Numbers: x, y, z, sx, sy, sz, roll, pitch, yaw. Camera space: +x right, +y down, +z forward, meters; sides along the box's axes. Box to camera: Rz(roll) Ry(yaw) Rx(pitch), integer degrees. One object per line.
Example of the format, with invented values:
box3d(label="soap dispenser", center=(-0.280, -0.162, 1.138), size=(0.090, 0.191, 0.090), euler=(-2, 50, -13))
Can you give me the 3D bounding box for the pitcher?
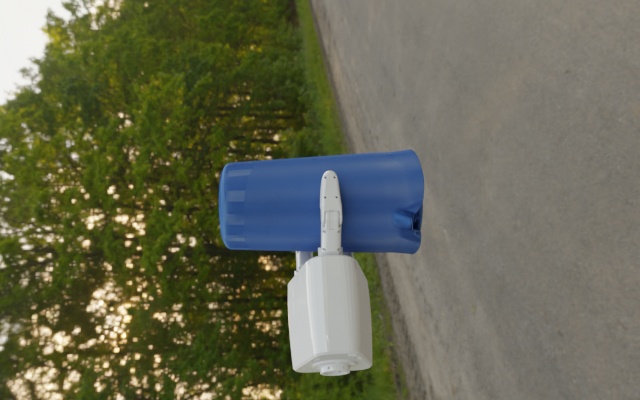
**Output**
box3d(label="pitcher", center=(0.000, 0.002, 0.610), size=(0.243, 0.145, 0.149), euler=(-1, -27, -5))
